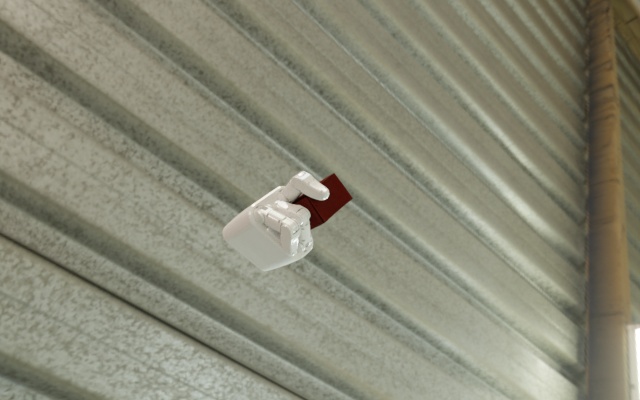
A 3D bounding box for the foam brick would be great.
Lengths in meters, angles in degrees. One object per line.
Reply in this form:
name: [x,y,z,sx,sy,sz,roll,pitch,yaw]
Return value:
foam brick: [0.000,0.002,0.745,0.078,0.053,0.051,-38,5,-41]
